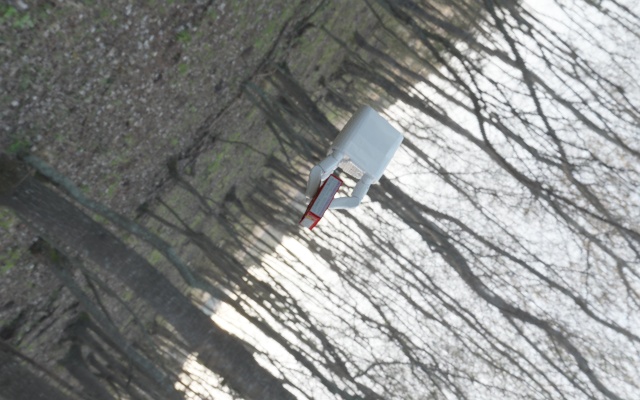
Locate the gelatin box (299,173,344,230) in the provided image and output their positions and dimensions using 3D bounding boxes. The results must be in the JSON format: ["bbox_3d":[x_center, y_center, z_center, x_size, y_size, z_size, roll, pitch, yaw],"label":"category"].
[{"bbox_3d":[0.000,0.003,0.865,0.030,0.089,0.073,31,-24,-4],"label":"gelatin box"}]
